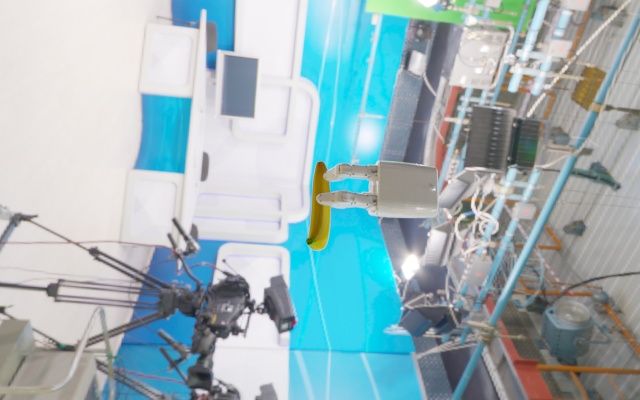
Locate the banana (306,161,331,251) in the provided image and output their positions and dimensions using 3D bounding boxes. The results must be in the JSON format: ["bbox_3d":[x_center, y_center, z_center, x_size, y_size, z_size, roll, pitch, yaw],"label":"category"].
[{"bbox_3d":[0.000,0.018,0.848,0.037,0.197,0.070,3,-43,2],"label":"banana"}]
